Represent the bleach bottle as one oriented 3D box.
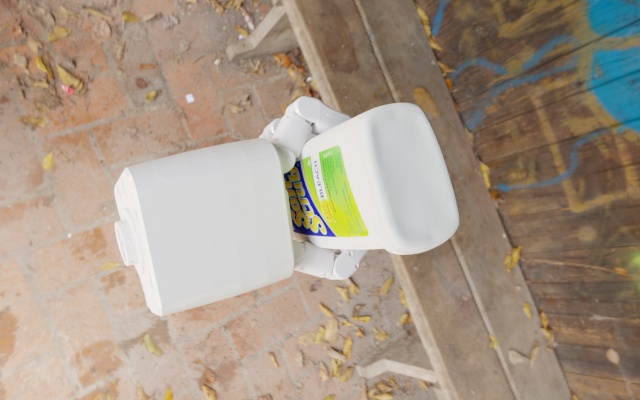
[{"bbox_3d":[0.000,0.001,0.414,0.068,0.102,0.251,-16,-1,-30],"label":"bleach bottle"}]
